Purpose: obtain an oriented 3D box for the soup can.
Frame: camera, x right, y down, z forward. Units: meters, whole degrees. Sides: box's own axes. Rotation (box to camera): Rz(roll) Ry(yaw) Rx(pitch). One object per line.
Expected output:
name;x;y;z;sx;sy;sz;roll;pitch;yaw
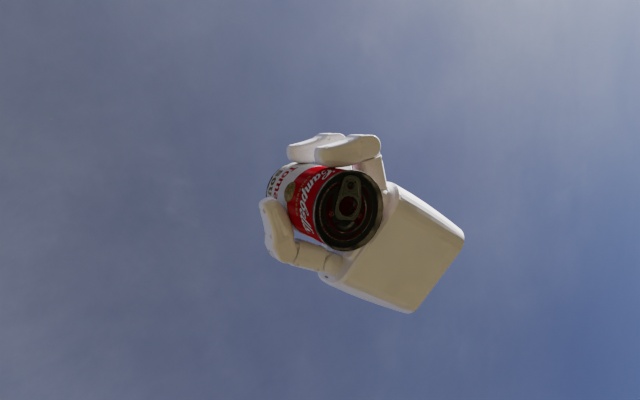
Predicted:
soup can;-0.001;0.001;0.433;0.068;0.068;0.102;0;8;-29
